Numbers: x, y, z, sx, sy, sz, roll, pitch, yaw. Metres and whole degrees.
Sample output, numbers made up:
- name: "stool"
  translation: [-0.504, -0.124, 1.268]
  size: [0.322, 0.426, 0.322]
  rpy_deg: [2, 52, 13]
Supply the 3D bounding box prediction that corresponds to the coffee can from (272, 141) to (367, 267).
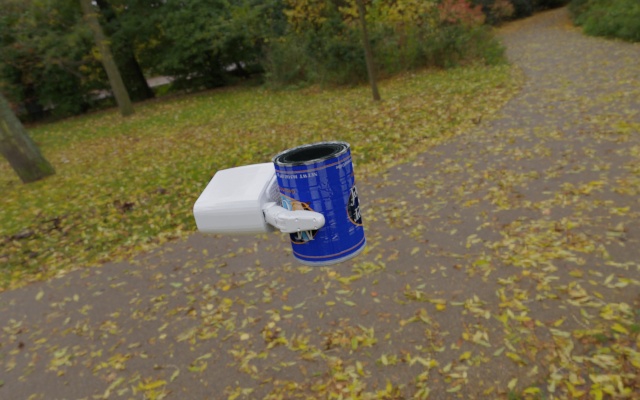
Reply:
- name: "coffee can"
  translation: [0.000, 0.002, 0.636]
  size: [0.103, 0.140, 0.102]
  rpy_deg: [-10, 19, 3]
